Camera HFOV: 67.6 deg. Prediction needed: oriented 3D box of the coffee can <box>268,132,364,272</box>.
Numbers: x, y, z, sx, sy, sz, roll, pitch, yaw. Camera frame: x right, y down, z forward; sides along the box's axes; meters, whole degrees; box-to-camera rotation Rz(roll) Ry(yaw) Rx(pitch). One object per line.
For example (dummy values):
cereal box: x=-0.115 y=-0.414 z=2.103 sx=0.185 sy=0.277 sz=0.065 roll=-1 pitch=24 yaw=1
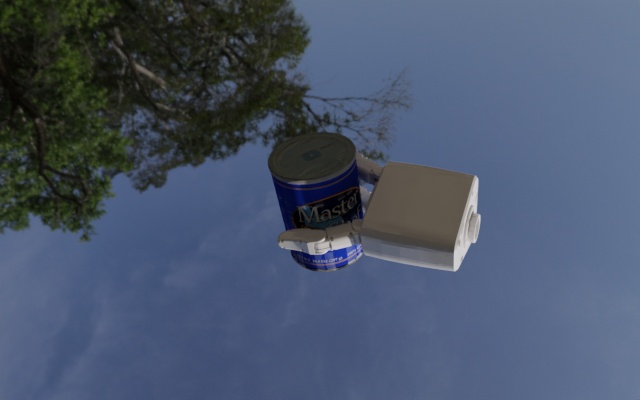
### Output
coffee can: x=0.000 y=0.002 z=0.588 sx=0.103 sy=0.140 sz=0.102 roll=-7 pitch=37 yaw=5
